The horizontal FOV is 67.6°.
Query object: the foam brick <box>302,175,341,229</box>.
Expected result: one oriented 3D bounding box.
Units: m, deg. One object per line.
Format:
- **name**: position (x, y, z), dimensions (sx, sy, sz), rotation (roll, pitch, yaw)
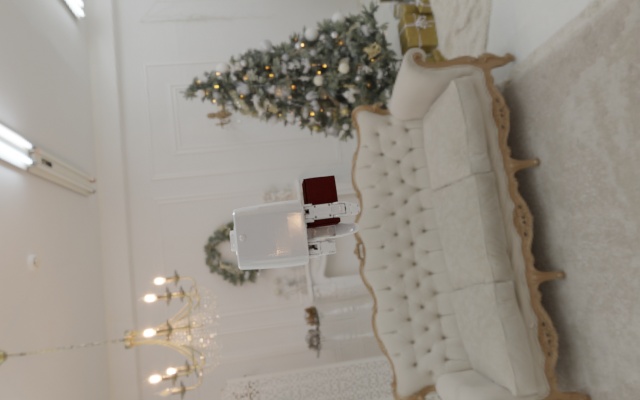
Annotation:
- **foam brick**: position (0.000, 0.002, 0.772), dimensions (0.051, 0.078, 0.053), rotation (-6, -7, -5)
